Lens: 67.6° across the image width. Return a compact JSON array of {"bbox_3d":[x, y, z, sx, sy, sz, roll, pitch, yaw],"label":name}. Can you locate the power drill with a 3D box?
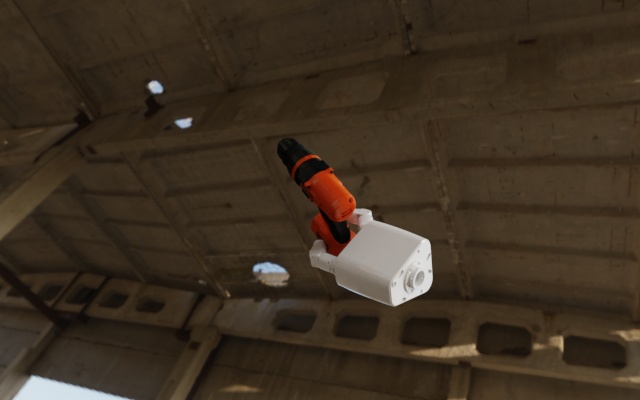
[{"bbox_3d":[0.000,0.003,0.777,0.057,0.184,0.188,-32,-37,-9],"label":"power drill"}]
